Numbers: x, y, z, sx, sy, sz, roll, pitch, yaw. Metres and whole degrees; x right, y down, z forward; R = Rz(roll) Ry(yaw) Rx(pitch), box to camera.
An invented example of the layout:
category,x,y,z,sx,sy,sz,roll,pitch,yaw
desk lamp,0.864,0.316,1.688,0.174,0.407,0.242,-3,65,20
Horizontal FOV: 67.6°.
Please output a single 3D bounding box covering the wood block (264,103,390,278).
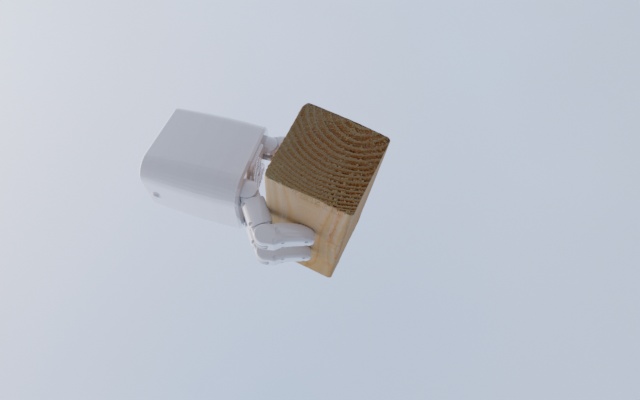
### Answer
category,x,y,z,sx,sy,sz,roll,pitch,yaw
wood block,0.000,0.001,0.521,0.090,0.090,0.206,24,-23,6
